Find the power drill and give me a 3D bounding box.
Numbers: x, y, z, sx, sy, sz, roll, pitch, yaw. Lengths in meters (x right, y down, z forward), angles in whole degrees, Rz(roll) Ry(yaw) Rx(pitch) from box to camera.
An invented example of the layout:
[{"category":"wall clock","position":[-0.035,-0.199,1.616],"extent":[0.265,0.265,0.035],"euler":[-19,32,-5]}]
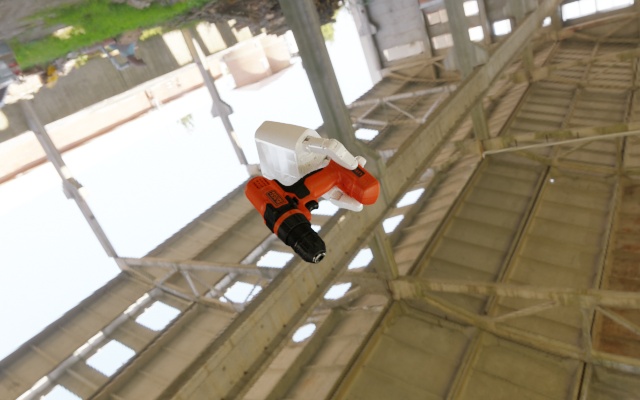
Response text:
[{"category":"power drill","position":[0.000,0.002,0.751],"extent":[0.187,0.057,0.184],"euler":[-24,53,-29]}]
